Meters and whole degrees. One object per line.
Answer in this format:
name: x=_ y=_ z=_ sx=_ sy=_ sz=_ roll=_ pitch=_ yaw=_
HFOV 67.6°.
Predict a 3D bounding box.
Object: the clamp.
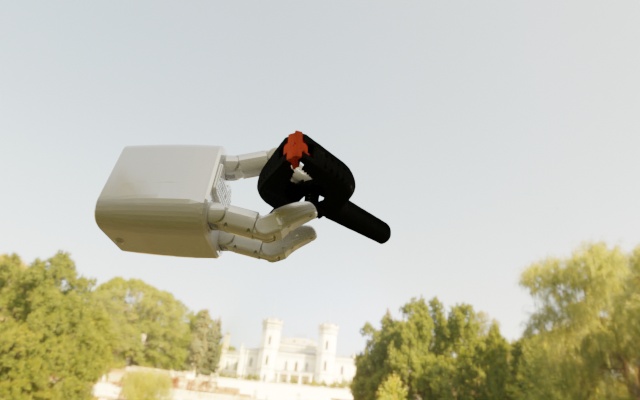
clamp: x=0.000 y=0.001 z=0.491 sx=0.164 sy=0.036 sz=0.210 roll=0 pitch=-28 yaw=0
